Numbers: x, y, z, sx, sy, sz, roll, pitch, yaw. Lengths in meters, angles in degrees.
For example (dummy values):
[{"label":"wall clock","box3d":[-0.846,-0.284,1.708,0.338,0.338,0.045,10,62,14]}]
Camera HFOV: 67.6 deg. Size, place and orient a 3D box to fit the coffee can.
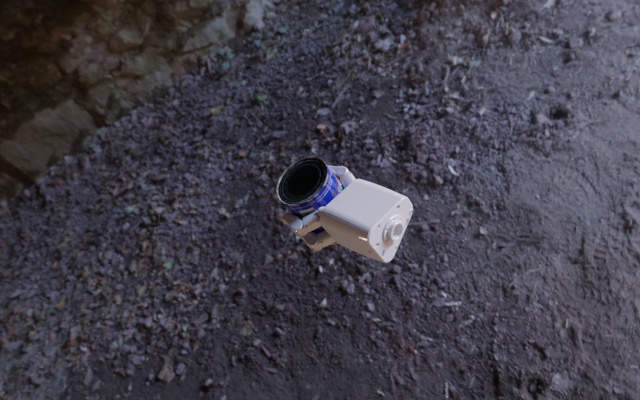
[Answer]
[{"label":"coffee can","box3d":[0.000,0.003,0.865,0.103,0.102,0.140,0,-33,34]}]
